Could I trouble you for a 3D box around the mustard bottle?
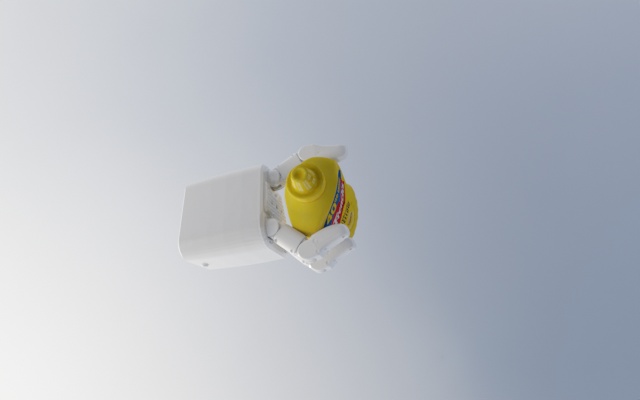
[{"bbox_3d":[0.000,0.002,0.565,0.058,0.096,0.192,12,-14,18],"label":"mustard bottle"}]
